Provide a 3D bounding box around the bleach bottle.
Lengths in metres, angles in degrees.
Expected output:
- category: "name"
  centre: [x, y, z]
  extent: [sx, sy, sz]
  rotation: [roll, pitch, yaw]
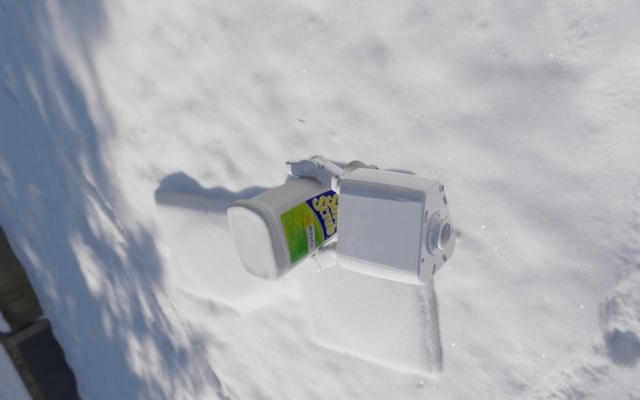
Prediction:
- category: "bleach bottle"
  centre: [0.000, 0.002, 0.615]
  extent: [0.068, 0.103, 0.250]
  rotation: [10, 30, 39]
